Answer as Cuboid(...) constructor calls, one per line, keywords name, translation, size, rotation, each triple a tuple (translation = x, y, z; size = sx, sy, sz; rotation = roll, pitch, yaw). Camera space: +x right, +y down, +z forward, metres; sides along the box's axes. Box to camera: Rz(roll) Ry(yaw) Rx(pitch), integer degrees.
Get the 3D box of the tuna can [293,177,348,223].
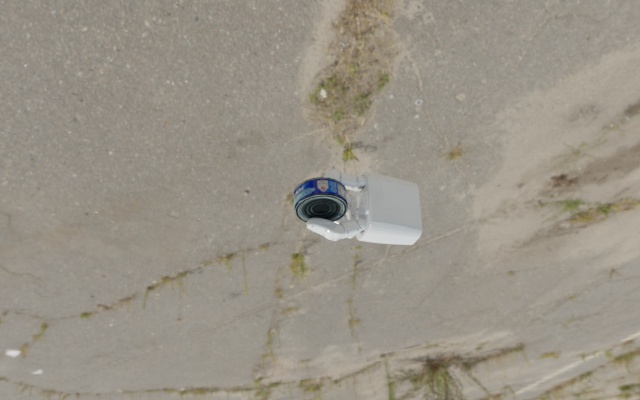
Cuboid(name="tuna can", translation=(0.000, 0.003, 0.754), size=(0.086, 0.033, 0.086), rotation=(-3, -36, -2))
